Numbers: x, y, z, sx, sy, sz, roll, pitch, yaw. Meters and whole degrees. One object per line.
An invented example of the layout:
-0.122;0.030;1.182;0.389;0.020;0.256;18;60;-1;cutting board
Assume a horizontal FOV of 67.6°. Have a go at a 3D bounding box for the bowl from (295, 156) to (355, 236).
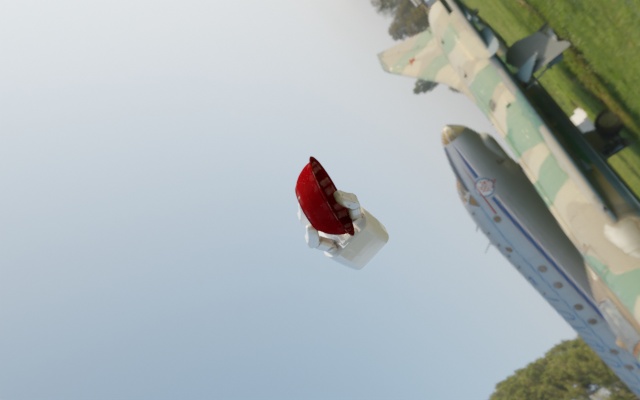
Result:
-0.001;0.002;0.861;0.055;0.162;0.162;-28;-6;11;bowl
